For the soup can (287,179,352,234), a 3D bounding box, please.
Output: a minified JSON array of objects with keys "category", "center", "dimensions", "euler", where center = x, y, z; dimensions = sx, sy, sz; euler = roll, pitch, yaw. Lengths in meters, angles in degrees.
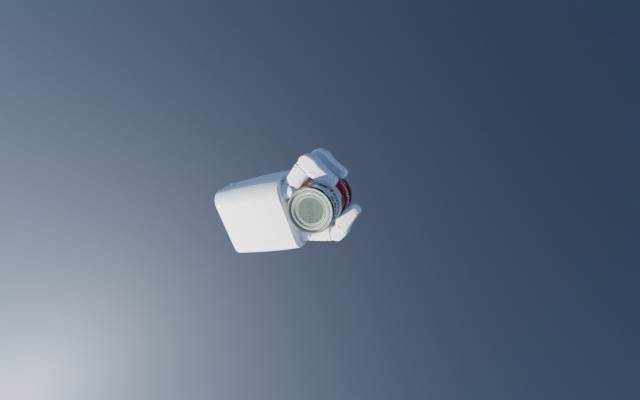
[{"category":"soup can","center":[0.001,0.002,0.681],"dimensions":[0.068,0.068,0.102],"euler":[0,13,17]}]
